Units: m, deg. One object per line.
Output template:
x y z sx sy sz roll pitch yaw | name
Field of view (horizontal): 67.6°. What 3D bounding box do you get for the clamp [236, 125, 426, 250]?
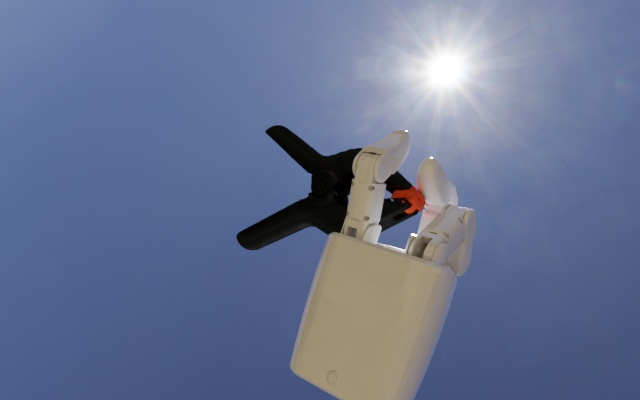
0.001 0.001 0.410 0.171 0.120 0.039 16 -3 36 | clamp
